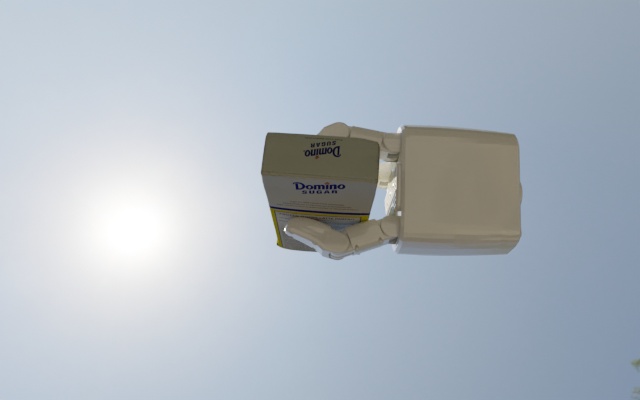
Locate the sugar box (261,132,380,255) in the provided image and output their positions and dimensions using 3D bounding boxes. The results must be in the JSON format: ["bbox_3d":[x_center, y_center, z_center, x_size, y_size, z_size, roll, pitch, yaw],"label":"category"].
[{"bbox_3d":[0.000,0.001,0.448,0.093,0.048,0.176,4,-27,1],"label":"sugar box"}]
